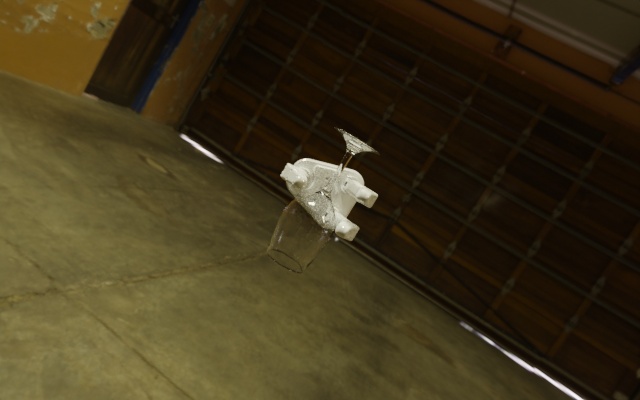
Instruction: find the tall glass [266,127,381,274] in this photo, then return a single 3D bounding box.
[{"bbox_3d":[0.000,0.002,0.669,0.079,0.201,0.079,31,6,-3],"label":"tall glass"}]
